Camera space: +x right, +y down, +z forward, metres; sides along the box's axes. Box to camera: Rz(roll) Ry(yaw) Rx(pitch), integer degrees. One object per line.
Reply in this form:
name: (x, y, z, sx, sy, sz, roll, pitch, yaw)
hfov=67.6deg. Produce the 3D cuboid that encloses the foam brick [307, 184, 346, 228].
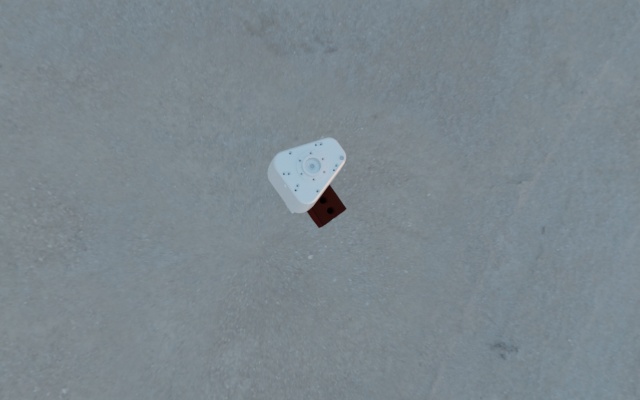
foam brick: (0.000, 0.003, 0.850, 0.053, 0.078, 0.051, -36, 0, -14)
